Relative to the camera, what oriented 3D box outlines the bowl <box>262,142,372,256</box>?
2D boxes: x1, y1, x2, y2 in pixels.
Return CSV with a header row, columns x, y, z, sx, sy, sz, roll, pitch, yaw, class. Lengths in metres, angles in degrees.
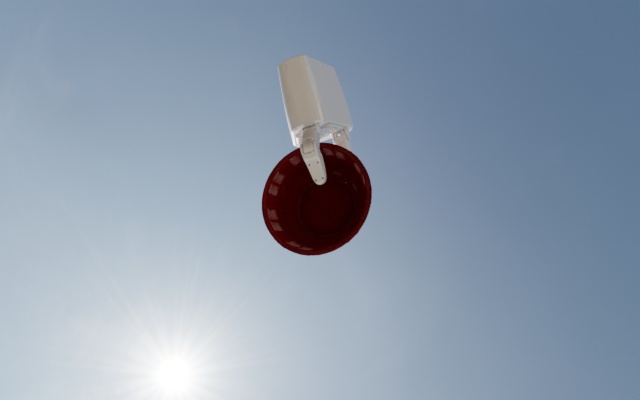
x,y,z,sx,sy,sz,roll,pitch,yaw,class
0.000,0.004,0.681,0.162,0.162,0.055,0,-15,20,bowl
